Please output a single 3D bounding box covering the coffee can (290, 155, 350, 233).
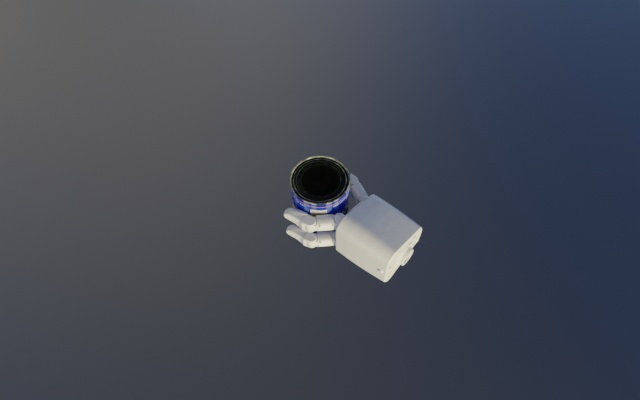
[{"bbox_3d":[0.000,0.003,0.856,0.103,0.102,0.140,0,-34,1],"label":"coffee can"}]
